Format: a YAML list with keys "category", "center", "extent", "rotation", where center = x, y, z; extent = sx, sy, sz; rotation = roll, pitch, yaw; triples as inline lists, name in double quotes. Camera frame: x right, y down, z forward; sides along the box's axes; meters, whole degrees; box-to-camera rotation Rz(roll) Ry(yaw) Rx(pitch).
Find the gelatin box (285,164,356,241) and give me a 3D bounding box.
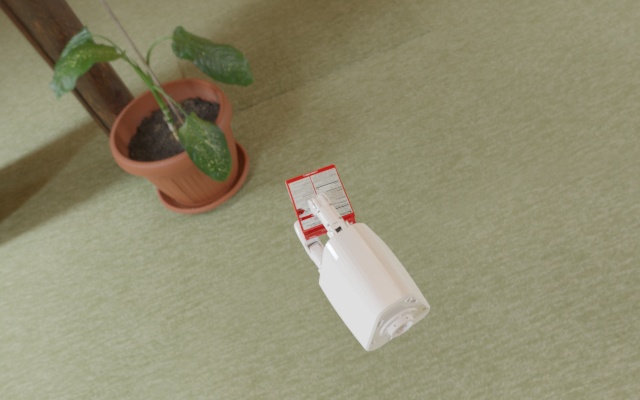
- category: "gelatin box"
  center: [0.000, 0.002, 0.650]
  extent: [0.073, 0.089, 0.030]
  rotation: [-20, -30, -1]
